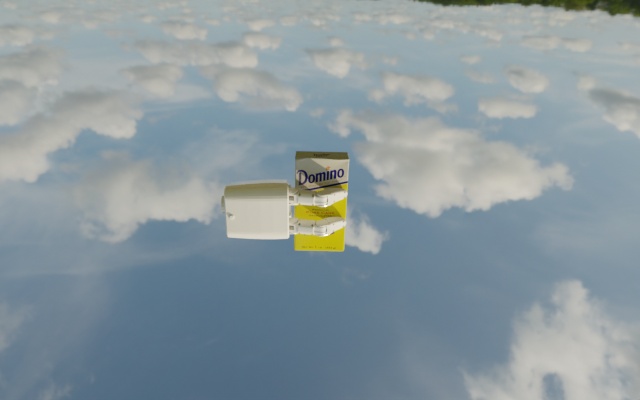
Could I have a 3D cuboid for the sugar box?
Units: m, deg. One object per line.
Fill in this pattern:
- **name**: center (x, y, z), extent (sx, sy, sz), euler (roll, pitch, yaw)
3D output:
- **sugar box**: center (0.000, 0.003, 0.843), extent (0.093, 0.176, 0.048), euler (0, 25, -2)
